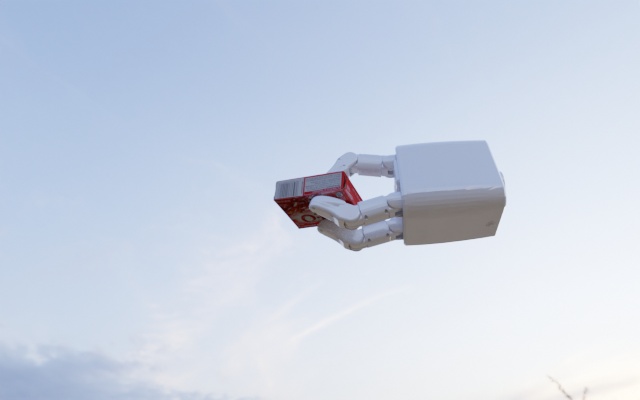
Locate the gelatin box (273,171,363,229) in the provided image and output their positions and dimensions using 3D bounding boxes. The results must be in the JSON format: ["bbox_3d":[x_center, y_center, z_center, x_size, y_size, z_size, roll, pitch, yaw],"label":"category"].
[{"bbox_3d":[0.000,0.001,0.565,0.089,0.030,0.073,-8,-33,21],"label":"gelatin box"}]
